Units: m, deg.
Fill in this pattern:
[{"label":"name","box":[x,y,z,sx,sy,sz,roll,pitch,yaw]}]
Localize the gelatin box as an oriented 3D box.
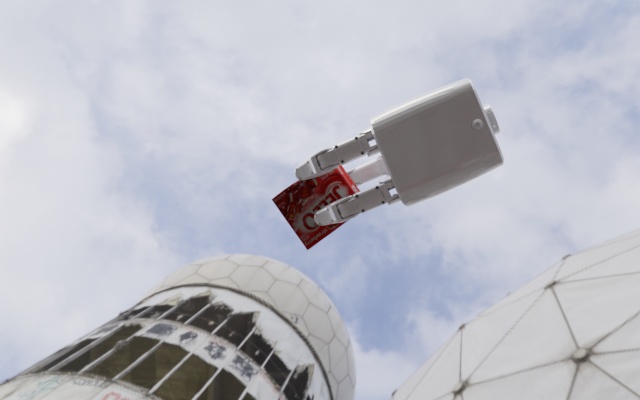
[{"label":"gelatin box","box":[0.000,0.002,0.548,0.089,0.073,0.030,-37,-3,20]}]
